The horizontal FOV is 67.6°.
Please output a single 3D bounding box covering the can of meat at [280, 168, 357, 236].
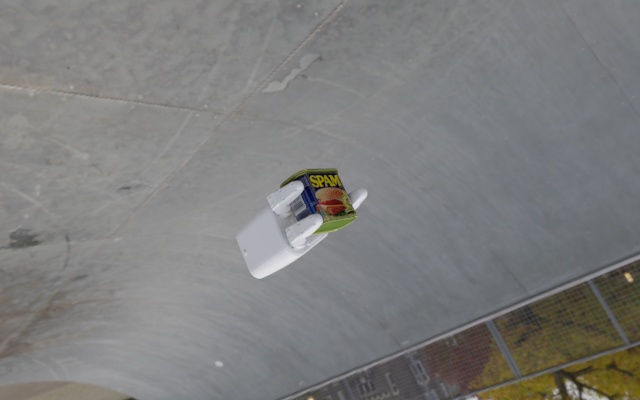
[{"bbox_3d":[0.000,0.003,0.711,0.057,0.084,0.102,-35,-18,35],"label":"can of meat"}]
